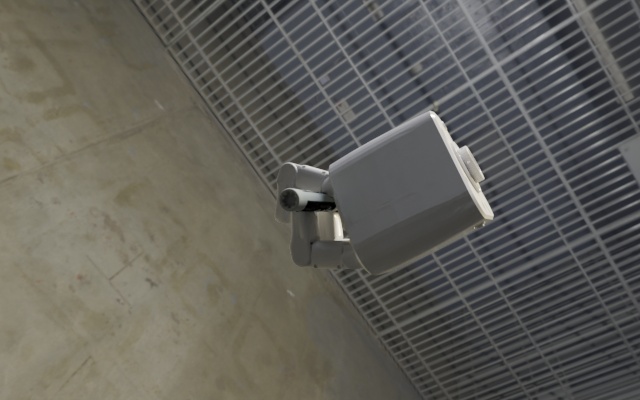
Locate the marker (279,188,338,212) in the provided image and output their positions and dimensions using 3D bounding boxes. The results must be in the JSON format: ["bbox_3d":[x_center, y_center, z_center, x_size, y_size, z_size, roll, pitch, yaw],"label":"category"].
[{"bbox_3d":[0.000,0.001,0.437,0.020,0.020,0.121,0,-2,25],"label":"marker"}]
